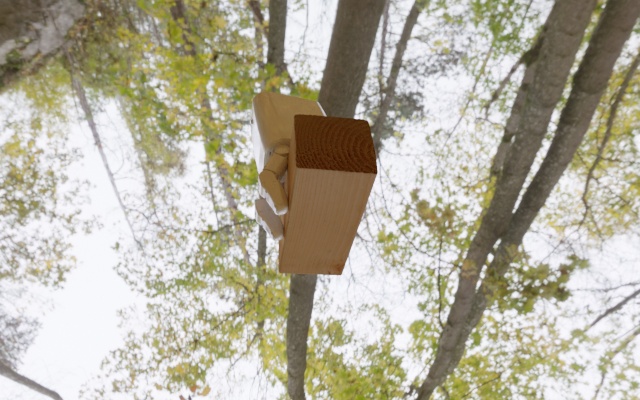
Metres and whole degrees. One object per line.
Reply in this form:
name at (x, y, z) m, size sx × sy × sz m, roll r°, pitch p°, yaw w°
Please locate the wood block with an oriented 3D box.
wood block at (0.000, 0.002, 0.603) m, size 0.091 × 0.090 × 0.206 m, roll 3°, pitch -40°, yaw -9°
